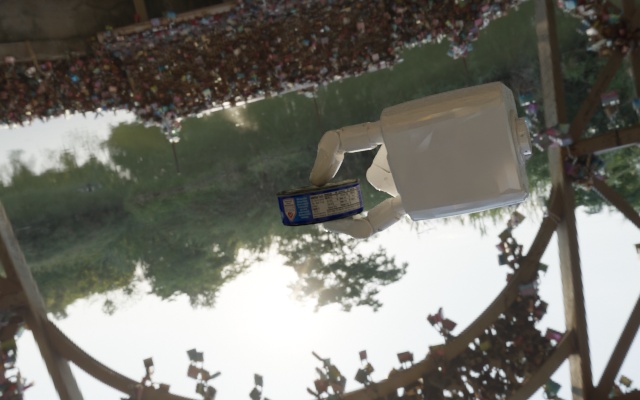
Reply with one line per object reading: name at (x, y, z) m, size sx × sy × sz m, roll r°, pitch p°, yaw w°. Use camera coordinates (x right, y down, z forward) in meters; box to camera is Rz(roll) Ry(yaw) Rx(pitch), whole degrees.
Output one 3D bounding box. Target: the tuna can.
tuna can at (0.000, 0.002, 0.485) m, size 0.086 × 0.034 × 0.086 m, roll -10°, pitch 5°, yaw 1°
